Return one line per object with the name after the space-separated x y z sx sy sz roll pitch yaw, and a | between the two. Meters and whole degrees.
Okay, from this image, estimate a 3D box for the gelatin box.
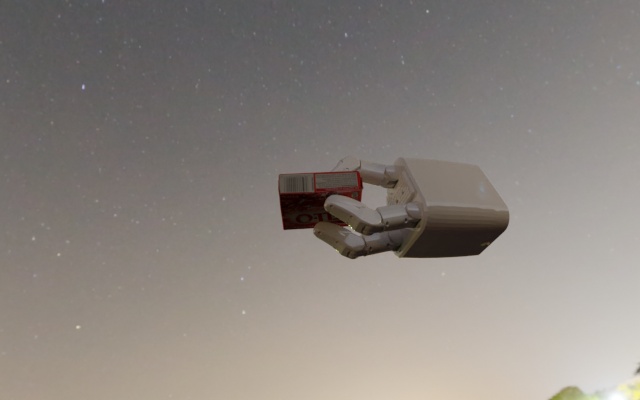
0.000 0.001 0.528 0.089 0.030 0.073 -2 -34 -2 | gelatin box
